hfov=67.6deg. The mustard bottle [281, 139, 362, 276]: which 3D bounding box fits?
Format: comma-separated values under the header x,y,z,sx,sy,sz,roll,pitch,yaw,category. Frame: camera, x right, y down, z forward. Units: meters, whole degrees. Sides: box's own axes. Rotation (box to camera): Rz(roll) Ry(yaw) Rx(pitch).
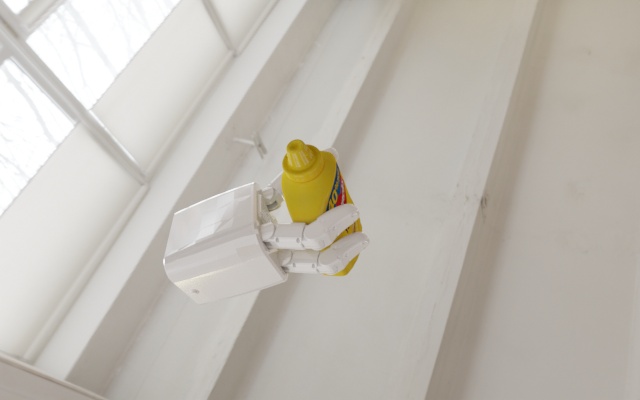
x,y,z,sx,sy,sz,roll,pitch,yaw,category
0.000,0.002,0.530,0.058,0.096,0.192,1,-34,20,mustard bottle
